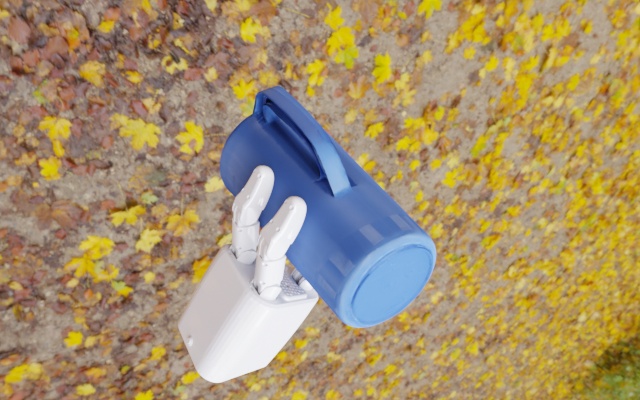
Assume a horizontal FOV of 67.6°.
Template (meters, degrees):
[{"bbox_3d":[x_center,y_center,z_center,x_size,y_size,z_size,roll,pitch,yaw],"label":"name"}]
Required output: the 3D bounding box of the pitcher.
[{"bbox_3d":[0.000,0.002,0.486,0.149,0.145,0.242,21,19,-46],"label":"pitcher"}]
